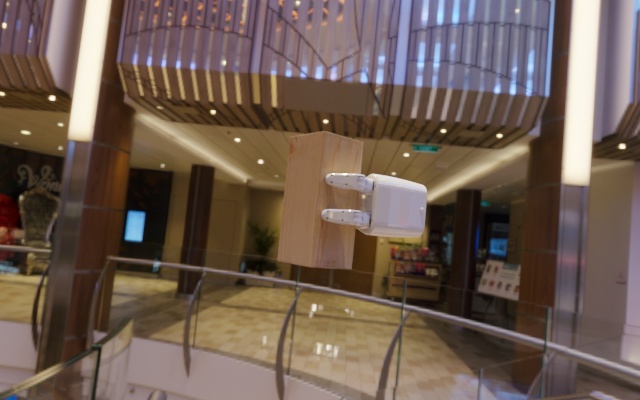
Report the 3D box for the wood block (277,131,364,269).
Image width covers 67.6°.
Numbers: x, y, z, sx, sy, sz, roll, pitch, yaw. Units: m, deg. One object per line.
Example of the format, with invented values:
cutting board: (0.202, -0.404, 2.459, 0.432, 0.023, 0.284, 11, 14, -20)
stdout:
wood block: (0.000, 0.002, 0.774, 0.090, 0.206, 0.091, 9, -6, -39)
